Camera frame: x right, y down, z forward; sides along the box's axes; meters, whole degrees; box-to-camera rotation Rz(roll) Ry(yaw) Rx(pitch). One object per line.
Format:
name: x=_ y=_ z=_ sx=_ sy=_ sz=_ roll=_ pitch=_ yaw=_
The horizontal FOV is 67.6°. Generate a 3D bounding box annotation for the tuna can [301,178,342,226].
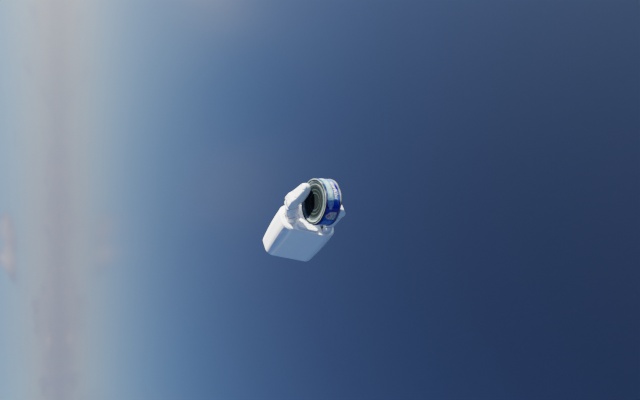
tuna can: x=0.000 y=0.003 z=0.861 sx=0.034 sy=0.086 sz=0.086 roll=4 pitch=-2 yaw=-33
